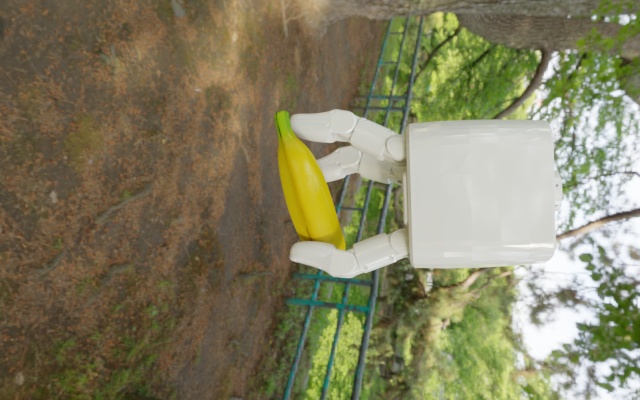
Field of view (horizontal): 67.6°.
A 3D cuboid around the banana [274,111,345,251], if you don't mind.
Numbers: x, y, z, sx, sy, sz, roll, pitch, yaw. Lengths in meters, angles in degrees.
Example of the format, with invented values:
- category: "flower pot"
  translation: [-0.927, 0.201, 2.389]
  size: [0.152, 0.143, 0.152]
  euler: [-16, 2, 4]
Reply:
- category: "banana"
  translation: [-0.001, 0.013, 0.434]
  size: [0.037, 0.069, 0.198]
  euler: [-6, -42, 11]
